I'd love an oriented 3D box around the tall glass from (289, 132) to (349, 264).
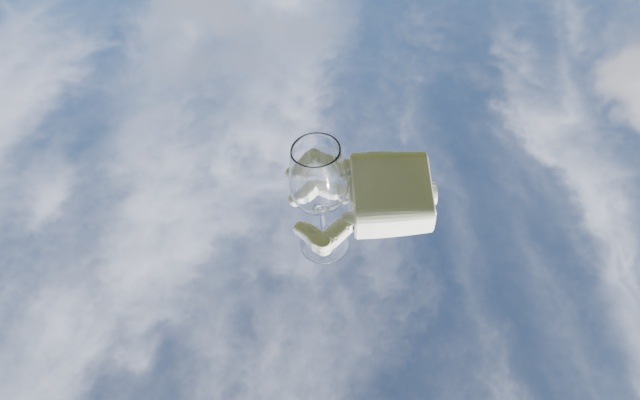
[{"bbox_3d":[0.000,0.003,0.649,0.079,0.079,0.201,0,-39,5],"label":"tall glass"}]
